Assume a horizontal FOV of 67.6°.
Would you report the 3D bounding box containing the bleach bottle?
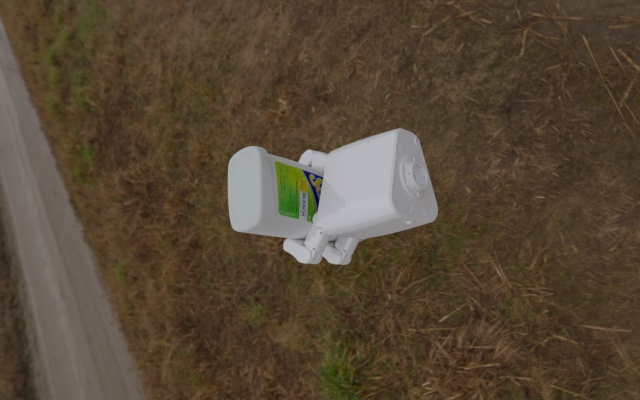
[{"bbox_3d":[0.000,0.002,0.633,0.251,0.102,0.068,9,-18,-44],"label":"bleach bottle"}]
